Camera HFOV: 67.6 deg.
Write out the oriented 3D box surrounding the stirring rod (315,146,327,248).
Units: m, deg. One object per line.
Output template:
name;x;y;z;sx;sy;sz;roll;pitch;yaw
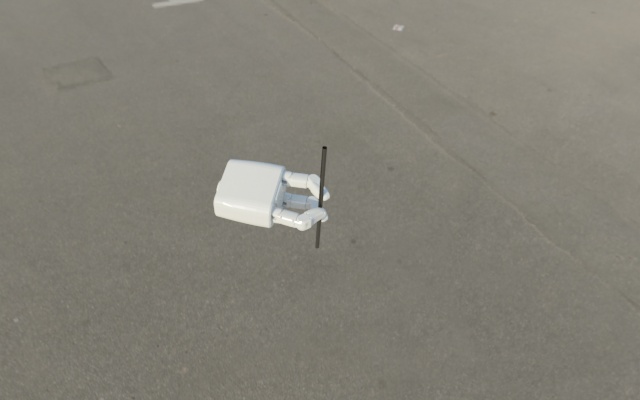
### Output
stirring rod;0.000;0.003;0.848;0.011;0.240;0.011;2;43;-2
